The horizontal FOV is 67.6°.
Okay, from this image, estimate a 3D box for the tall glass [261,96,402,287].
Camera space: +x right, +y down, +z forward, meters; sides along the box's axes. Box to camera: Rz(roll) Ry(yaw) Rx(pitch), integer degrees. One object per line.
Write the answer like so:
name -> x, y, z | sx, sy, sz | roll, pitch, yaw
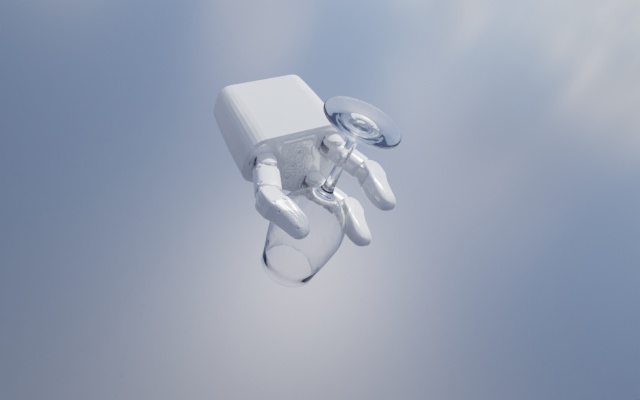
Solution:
tall glass -> 0.000, 0.001, 0.472 | 0.079, 0.201, 0.079 | 17, 38, -14
